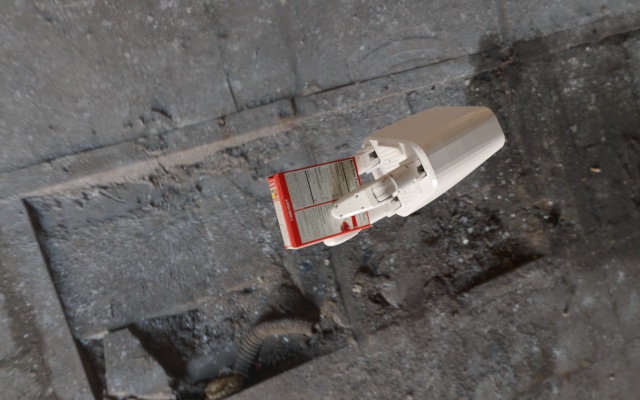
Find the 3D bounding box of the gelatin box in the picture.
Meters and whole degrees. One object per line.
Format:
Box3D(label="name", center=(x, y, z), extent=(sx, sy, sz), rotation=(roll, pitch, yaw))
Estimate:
Box3D(label="gelatin box", center=(0.000, 0.002, 0.472), extent=(0.089, 0.073, 0.030), rotation=(-15, 0, -25))
